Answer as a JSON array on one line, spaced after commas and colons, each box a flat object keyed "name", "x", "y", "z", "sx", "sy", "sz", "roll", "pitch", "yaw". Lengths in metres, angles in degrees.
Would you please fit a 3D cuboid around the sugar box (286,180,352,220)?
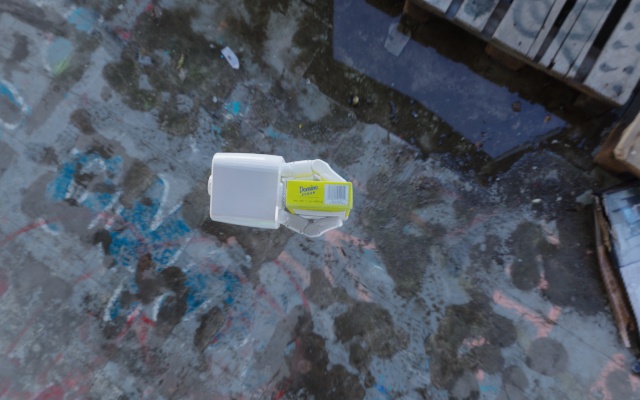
[{"name": "sugar box", "x": 0.000, "y": 0.002, "z": 0.745, "sx": 0.093, "sy": 0.048, "sz": 0.176, "roll": 3, "pitch": -4, "yaw": 1}]
